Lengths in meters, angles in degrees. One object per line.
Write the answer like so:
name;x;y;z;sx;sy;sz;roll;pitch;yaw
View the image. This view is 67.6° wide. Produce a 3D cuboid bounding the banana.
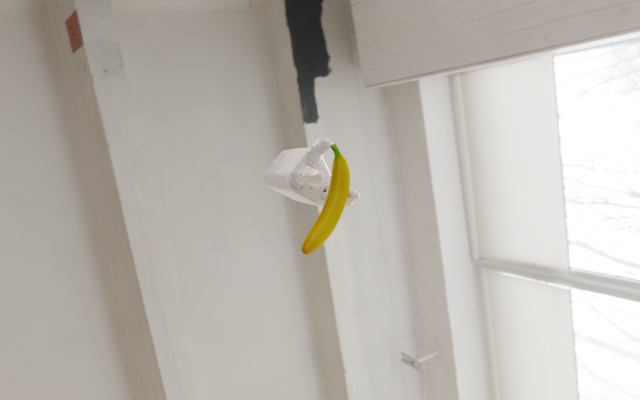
banana;0.015;0.004;0.850;0.070;0.198;0.037;18;-6;-37
